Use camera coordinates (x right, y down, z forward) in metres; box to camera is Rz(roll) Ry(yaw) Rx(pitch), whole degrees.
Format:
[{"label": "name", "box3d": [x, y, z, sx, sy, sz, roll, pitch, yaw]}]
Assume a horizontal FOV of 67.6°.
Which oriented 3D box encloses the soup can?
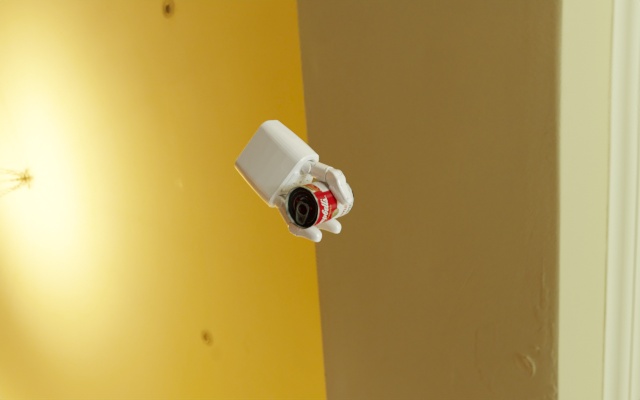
[{"label": "soup can", "box3d": [0.001, 0.003, 0.781, 0.068, 0.068, 0.102, 0, 10, 37]}]
